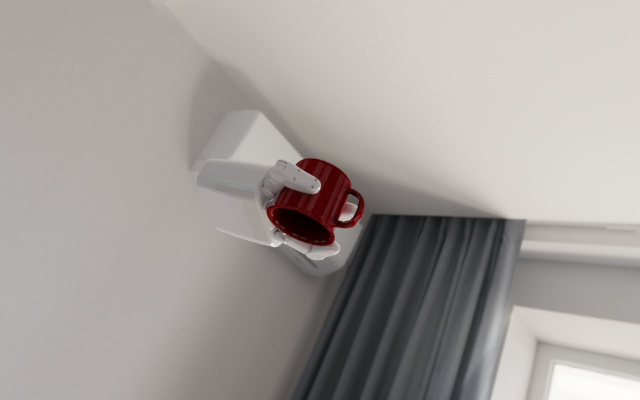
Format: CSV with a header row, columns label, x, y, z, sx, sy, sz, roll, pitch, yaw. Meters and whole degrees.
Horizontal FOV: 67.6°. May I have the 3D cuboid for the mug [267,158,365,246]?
label,x,y,z,sx,sy,sz,roll,pitch,yaw
mug,0.001,0.002,0.607,0.117,0.081,0.093,10,-29,27
